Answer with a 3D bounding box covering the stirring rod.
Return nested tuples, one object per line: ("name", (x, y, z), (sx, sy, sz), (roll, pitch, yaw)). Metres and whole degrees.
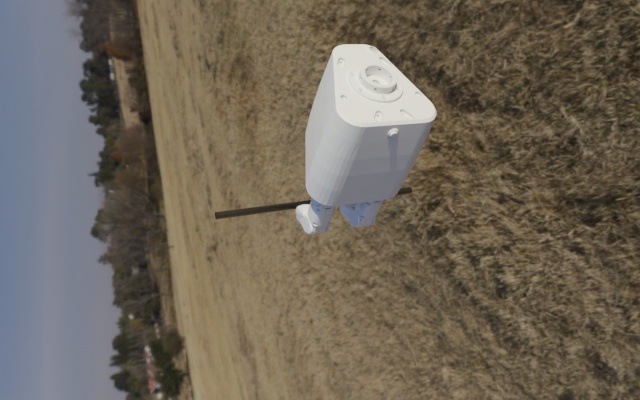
("stirring rod", (0.000, 0.002, 0.549), (0.239, 0.011, 0.011), (-7, 3, -21))
